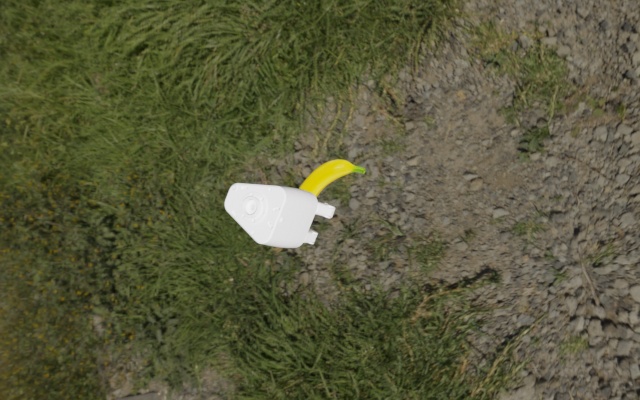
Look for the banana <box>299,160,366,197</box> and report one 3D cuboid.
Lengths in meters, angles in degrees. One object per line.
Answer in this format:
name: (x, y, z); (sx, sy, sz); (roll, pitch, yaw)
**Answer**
banana: (-0.009, -0.013, 0.898); (0.198, 0.069, 0.037); (-45, -19, 13)
